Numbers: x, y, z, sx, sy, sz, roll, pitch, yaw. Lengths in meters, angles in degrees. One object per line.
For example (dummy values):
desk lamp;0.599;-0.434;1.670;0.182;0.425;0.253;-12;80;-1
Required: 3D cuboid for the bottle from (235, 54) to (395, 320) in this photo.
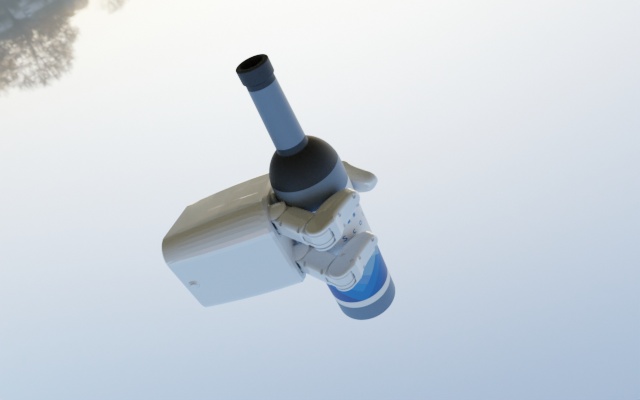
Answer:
bottle;0.000;0.002;0.447;0.069;0.296;0.069;-16;39;13
